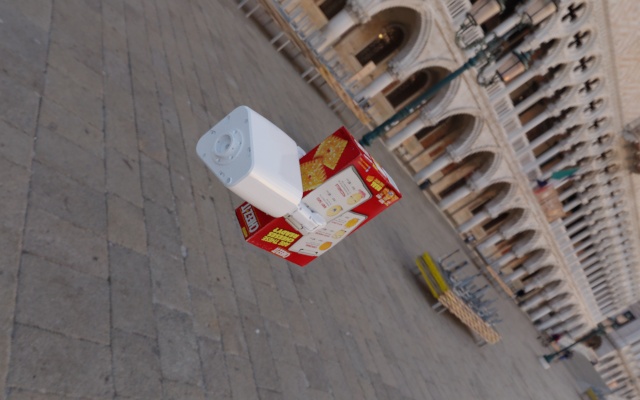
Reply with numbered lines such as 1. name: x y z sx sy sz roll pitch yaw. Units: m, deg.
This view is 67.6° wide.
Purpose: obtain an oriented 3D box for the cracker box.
1. cracker box: 0.000 0.002 0.752 0.214 0.072 0.164 -36 -35 14
